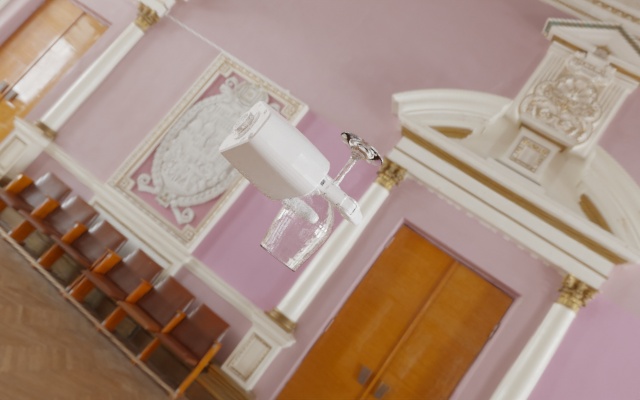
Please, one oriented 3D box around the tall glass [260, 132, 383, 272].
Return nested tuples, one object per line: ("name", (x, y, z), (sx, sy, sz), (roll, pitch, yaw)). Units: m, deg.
("tall glass", (0.001, 0.002, 0.673), (0.079, 0.201, 0.079), (36, -10, 7))
